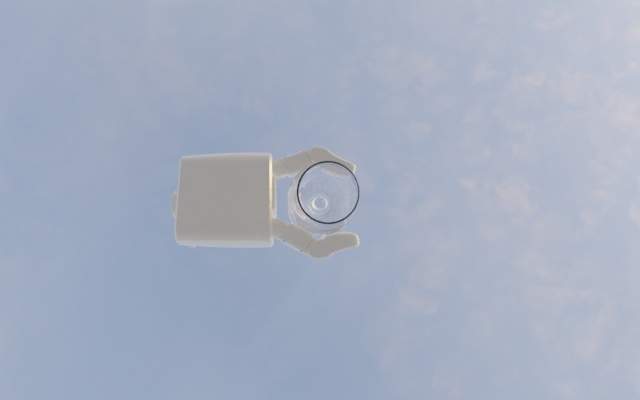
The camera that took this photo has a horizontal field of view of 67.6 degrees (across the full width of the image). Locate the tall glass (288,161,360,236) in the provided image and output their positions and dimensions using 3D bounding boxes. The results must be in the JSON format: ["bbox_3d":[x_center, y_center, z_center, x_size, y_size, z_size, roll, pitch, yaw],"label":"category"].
[{"bbox_3d":[0.000,0.002,0.559,0.079,0.079,0.201,0,-6,-5],"label":"tall glass"}]
